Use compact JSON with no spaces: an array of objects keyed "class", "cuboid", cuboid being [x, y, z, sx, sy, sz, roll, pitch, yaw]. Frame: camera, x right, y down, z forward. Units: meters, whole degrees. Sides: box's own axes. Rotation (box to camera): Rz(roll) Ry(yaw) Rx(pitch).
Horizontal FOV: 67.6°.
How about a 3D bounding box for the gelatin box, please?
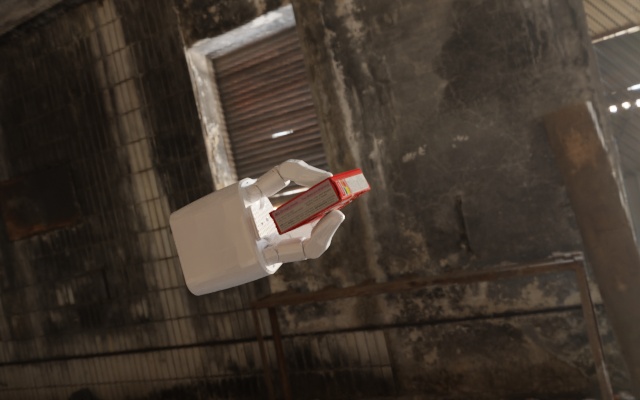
[{"class":"gelatin box","cuboid":[0.000,0.001,0.514,0.089,0.030,0.073,-31,-6,30]}]
